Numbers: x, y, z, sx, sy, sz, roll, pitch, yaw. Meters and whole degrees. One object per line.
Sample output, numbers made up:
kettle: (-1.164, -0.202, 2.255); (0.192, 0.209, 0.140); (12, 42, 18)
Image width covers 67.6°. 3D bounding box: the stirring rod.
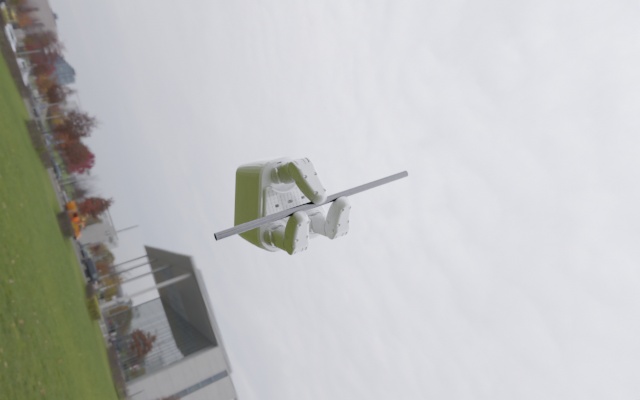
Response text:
stirring rod: (0.000, 0.002, 0.517); (0.239, 0.011, 0.011); (-18, 8, -26)
